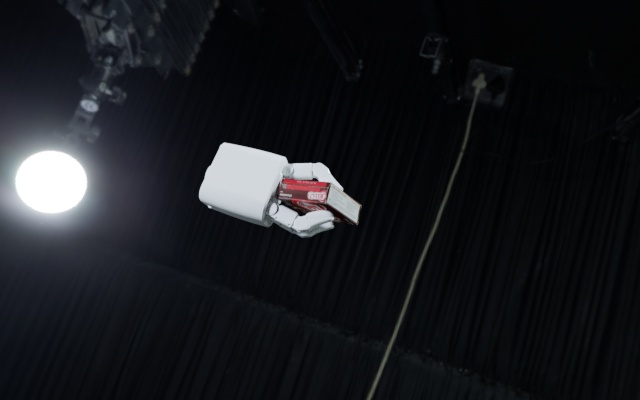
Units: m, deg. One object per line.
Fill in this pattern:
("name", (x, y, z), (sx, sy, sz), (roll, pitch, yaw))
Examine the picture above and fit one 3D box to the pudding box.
("pudding box", (0.000, 0.002, 0.745), (0.090, 0.039, 0.113), (7, -13, 32))
